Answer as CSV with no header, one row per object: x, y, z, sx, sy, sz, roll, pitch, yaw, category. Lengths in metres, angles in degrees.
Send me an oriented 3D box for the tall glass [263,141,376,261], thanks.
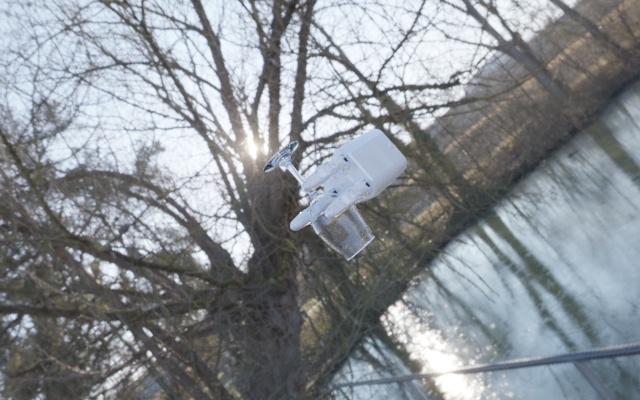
0.000,0.002,0.770,0.079,0.201,0.079,-40,-6,-5,tall glass
